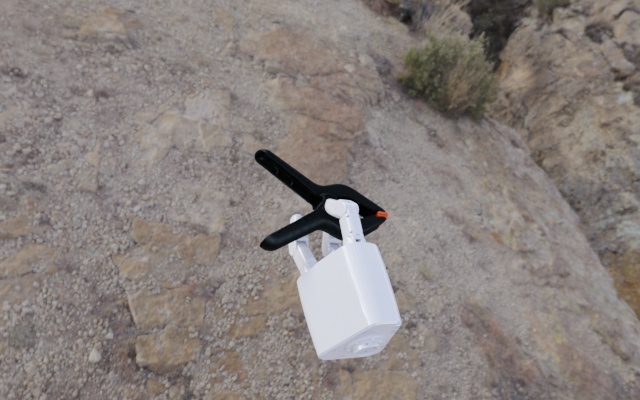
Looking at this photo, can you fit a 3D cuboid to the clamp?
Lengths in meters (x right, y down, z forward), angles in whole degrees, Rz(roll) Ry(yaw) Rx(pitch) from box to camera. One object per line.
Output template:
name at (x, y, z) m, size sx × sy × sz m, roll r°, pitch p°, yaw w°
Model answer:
clamp at (0.001, 0.002, 0.681) m, size 0.210 × 0.164 × 0.036 m, roll 6°, pitch -37°, yaw -30°
